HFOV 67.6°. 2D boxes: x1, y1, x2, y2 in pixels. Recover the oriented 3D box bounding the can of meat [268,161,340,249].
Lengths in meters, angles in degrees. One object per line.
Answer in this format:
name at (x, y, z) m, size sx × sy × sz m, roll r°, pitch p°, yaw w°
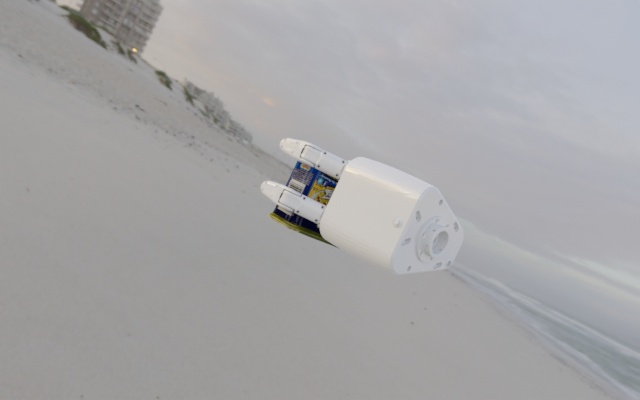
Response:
can of meat at (0.000, 0.002, 0.580) m, size 0.102 × 0.084 × 0.057 m, roll 25°, pitch 1°, yaw -40°
